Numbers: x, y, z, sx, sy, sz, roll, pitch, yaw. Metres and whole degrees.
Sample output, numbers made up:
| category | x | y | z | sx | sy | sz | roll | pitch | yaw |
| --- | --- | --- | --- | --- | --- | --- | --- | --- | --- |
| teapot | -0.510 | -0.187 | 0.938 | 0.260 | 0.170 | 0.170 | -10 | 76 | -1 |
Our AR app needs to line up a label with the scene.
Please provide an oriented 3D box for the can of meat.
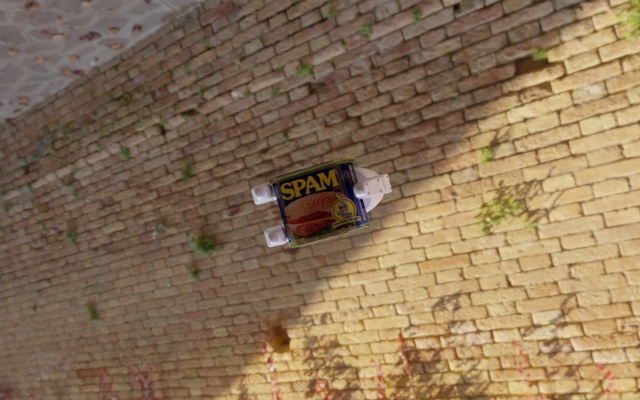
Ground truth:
| category | x | y | z | sx | sy | sz | roll | pitch | yaw |
| --- | --- | --- | --- | --- | --- | --- | --- | --- | --- |
| can of meat | 0.000 | 0.002 | 0.559 | 0.102 | 0.084 | 0.057 | -15 | 0 | 15 |
